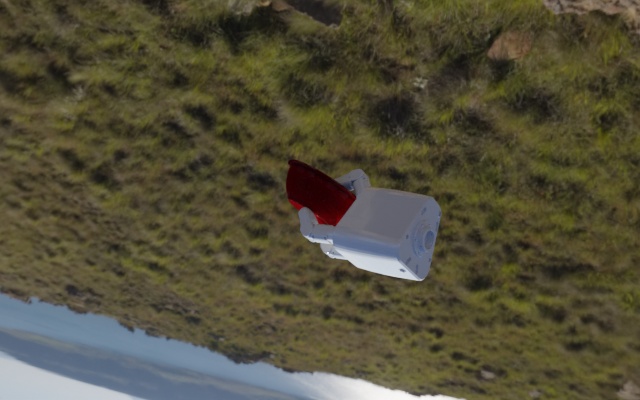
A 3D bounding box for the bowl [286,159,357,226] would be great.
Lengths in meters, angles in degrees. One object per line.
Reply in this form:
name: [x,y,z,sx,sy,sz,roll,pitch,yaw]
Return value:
bowl: [-0.001,0.003,0.772,0.162,0.055,0.162,34,-9,6]
